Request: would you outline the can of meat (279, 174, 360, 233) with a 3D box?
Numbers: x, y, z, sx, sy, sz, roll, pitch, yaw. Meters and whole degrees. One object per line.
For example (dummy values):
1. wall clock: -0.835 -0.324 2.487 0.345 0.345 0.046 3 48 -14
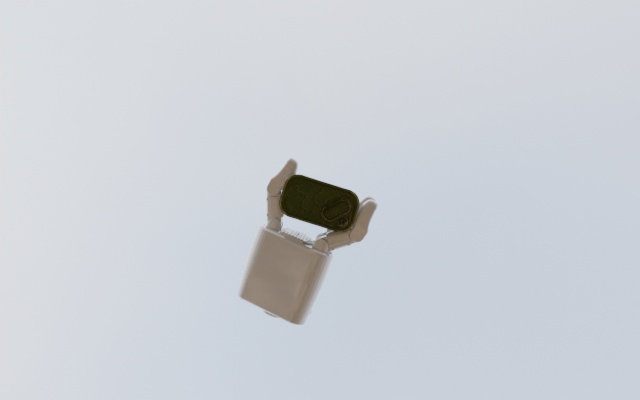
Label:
1. can of meat: 0.000 0.002 0.657 0.102 0.057 0.084 17 3 2
